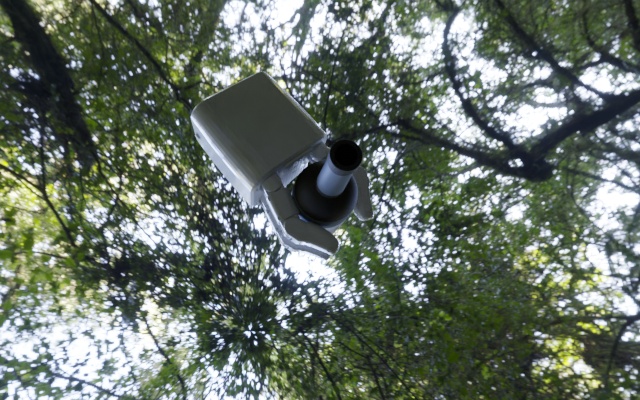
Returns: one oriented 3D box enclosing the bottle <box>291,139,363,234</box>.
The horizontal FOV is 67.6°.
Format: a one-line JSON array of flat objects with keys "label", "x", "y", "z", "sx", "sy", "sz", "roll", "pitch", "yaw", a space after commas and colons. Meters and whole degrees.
[{"label": "bottle", "x": 0.000, "y": 0.002, "z": 0.522, "sx": 0.069, "sy": 0.069, "sz": 0.296, "roll": 0, "pitch": -15, "yaw": -8}]
